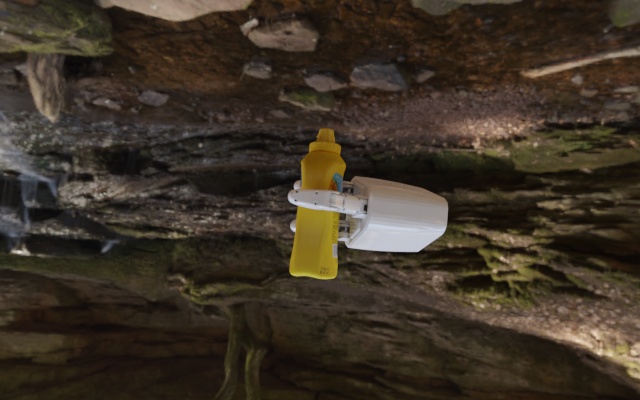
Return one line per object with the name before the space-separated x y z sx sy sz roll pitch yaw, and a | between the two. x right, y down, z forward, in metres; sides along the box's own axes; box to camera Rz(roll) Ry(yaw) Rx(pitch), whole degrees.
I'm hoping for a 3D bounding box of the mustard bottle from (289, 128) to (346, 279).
mustard bottle | 0.000 0.002 0.613 0.058 0.191 0.096 4 -7 13
